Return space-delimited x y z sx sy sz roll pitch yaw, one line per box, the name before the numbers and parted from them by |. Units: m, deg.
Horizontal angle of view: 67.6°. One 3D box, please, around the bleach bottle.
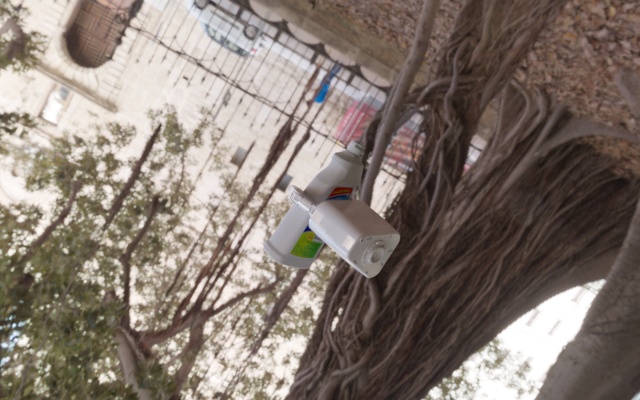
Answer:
bleach bottle | 0.000 0.003 0.868 0.102 0.251 0.068 20 15 -47
